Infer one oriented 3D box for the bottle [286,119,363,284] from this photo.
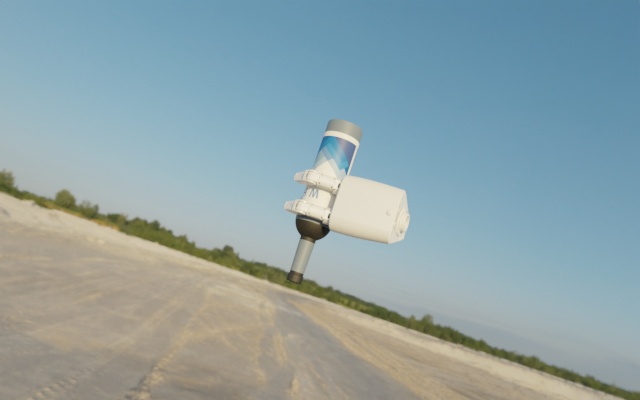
[{"bbox_3d":[0.000,0.003,0.847,0.069,0.295,0.069,18,-11,4],"label":"bottle"}]
